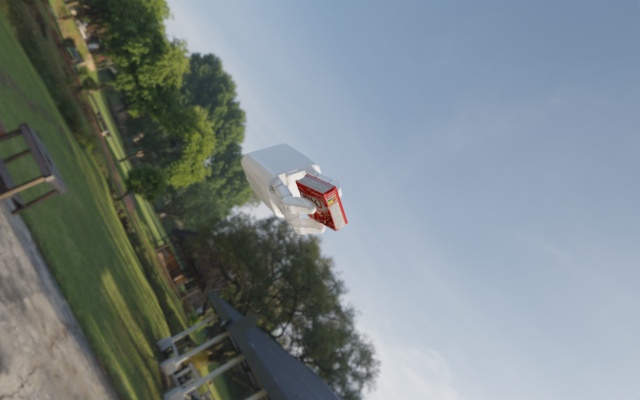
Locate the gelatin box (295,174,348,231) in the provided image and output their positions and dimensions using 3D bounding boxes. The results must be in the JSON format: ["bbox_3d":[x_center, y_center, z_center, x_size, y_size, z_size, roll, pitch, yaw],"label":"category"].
[{"bbox_3d":[0.001,0.002,0.787,0.030,0.073,0.089,-32,32,-23],"label":"gelatin box"}]
